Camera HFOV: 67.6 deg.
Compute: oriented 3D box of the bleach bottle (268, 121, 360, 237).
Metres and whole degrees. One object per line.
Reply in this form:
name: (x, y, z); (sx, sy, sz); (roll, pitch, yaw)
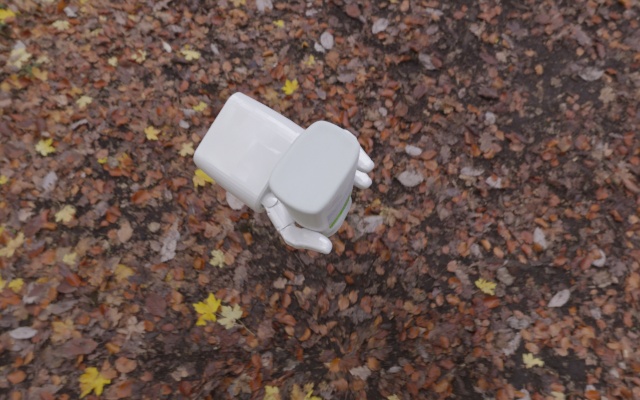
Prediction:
bleach bottle: (0.000, 0.002, 0.592); (0.068, 0.102, 0.251); (33, -14, 12)
